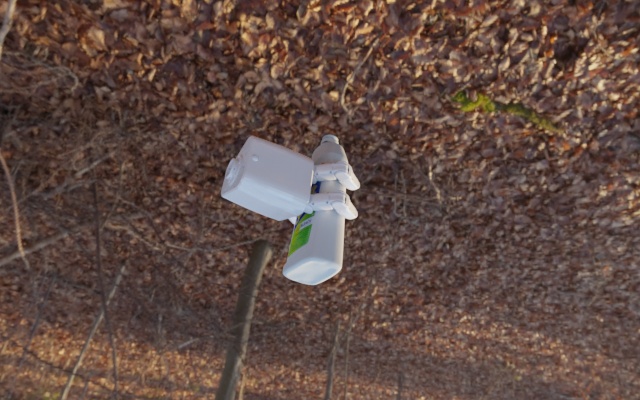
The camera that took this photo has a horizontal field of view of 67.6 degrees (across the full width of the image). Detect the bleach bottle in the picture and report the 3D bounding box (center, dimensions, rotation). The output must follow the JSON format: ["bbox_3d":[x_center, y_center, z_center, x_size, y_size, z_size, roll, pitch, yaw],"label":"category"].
[{"bbox_3d":[0.000,0.003,0.779,0.068,0.250,0.103,22,-35,-23],"label":"bleach bottle"}]
